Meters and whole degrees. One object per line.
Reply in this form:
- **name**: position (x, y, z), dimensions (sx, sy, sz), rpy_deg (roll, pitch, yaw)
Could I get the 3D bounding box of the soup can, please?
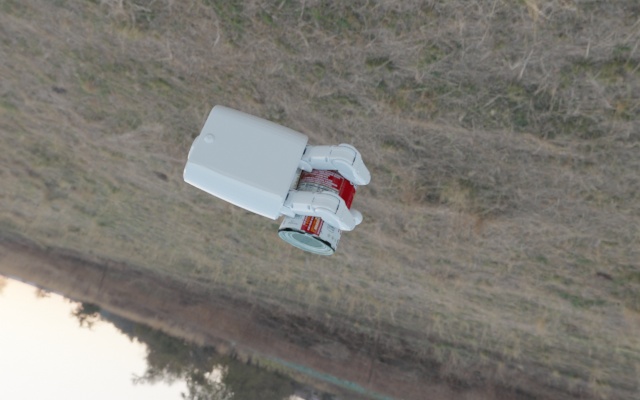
- **soup can**: position (0.000, 0.002, 0.536), dimensions (0.068, 0.102, 0.068), rpy_deg (18, -19, 6)
